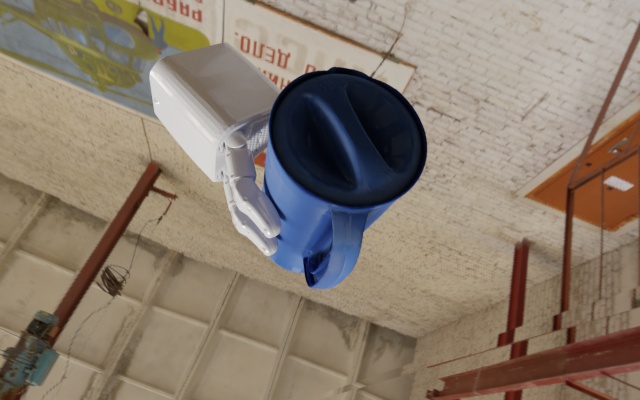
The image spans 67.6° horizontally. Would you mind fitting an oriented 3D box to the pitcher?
[{"bbox_3d":[0.000,0.001,0.484,0.149,0.145,0.243,-41,-10,-26],"label":"pitcher"}]
